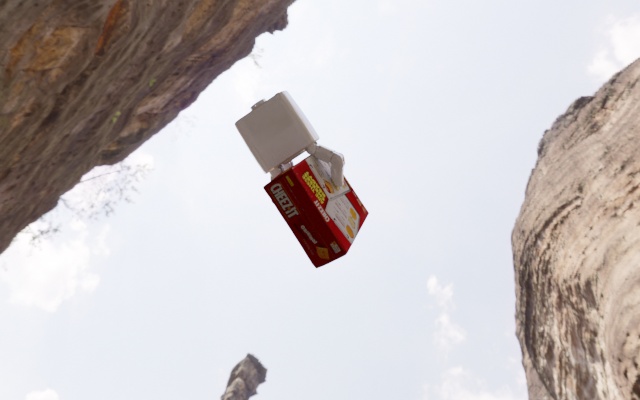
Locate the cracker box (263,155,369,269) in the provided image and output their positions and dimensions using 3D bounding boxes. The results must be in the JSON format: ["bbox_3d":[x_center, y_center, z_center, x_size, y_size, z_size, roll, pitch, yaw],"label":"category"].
[{"bbox_3d":[0.000,0.003,0.853,0.072,0.164,0.213,-31,6,22],"label":"cracker box"}]
